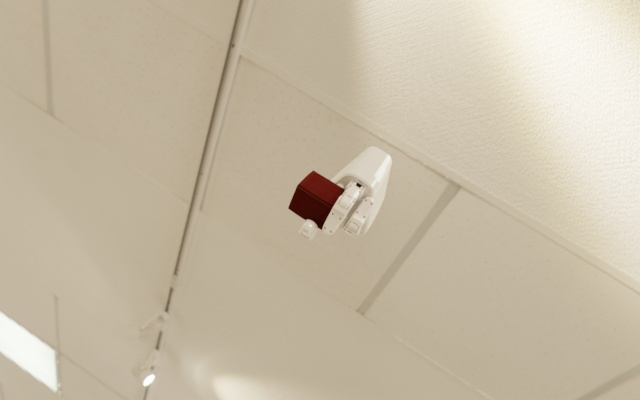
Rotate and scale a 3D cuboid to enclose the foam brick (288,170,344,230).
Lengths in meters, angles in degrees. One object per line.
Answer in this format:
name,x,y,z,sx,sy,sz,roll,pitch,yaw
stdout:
foam brick,0.000,0.002,0.727,0.078,0.053,0.051,33,42,5
